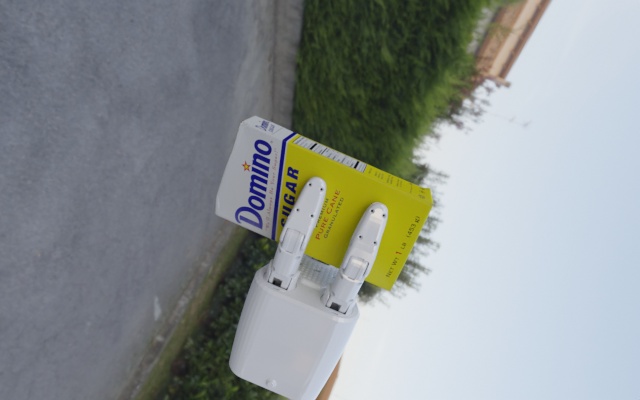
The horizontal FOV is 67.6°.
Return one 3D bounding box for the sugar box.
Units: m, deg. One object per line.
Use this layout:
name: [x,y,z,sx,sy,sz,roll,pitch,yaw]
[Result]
sugar box: [0.000,0.002,0.425,0.176,0.093,0.048,22,21,2]
